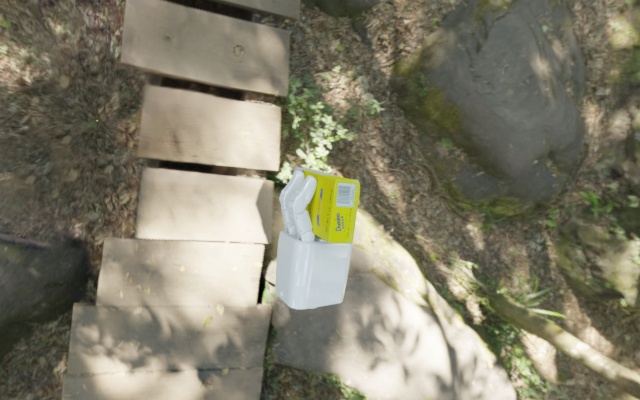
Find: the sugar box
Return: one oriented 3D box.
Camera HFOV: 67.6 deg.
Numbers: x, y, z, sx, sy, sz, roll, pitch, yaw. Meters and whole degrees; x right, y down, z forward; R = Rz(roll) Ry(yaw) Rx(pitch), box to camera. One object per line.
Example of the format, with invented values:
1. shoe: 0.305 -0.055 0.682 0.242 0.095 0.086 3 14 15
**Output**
1. sugar box: 0.000 0.003 0.747 0.048 0.093 0.176 4 7 -26
